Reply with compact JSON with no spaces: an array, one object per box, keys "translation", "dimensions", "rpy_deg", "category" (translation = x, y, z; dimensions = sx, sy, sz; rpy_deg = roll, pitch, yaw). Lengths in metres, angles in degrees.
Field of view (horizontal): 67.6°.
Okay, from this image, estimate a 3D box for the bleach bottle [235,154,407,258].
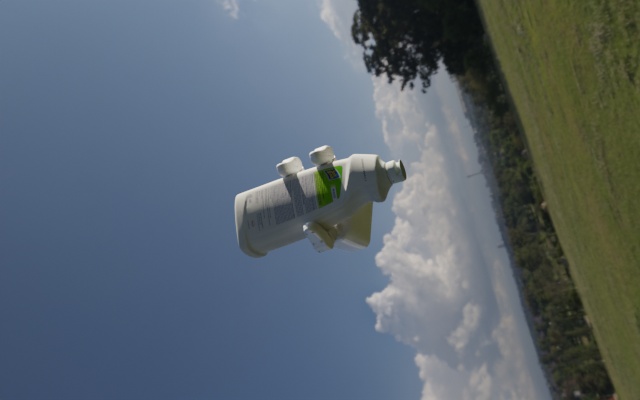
[{"translation":[0.000,0.002,0.679],"dimensions":[0.251,0.102,0.068],"rpy_deg":[-18,-23,20],"category":"bleach bottle"}]
